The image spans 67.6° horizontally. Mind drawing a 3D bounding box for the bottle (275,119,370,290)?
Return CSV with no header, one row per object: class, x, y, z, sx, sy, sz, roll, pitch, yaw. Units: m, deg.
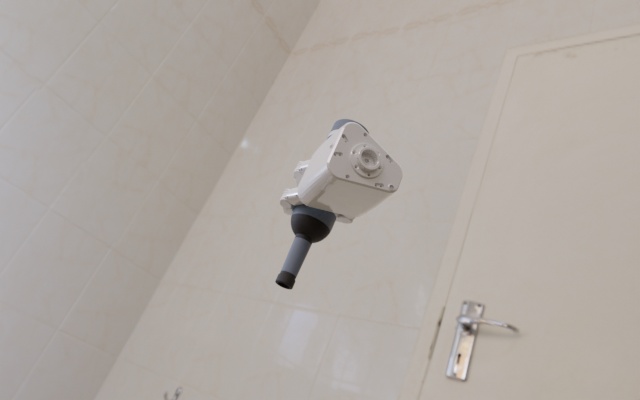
bottle,0.000,0.002,0.755,0.069,0.295,0.069,19,-27,10
